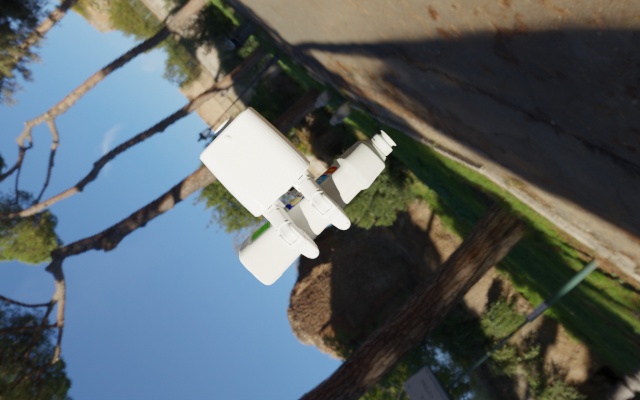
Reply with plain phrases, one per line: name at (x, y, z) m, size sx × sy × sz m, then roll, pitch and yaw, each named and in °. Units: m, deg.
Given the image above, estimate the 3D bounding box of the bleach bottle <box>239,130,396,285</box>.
bleach bottle at (0.000, 0.002, 0.651) m, size 0.251 × 0.068 × 0.102 m, roll -44°, pitch 8°, yaw 7°
